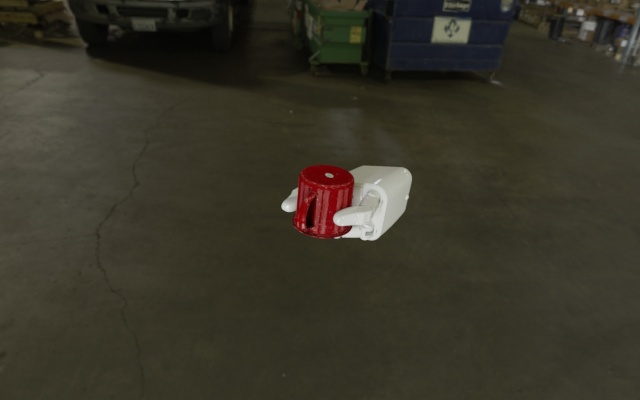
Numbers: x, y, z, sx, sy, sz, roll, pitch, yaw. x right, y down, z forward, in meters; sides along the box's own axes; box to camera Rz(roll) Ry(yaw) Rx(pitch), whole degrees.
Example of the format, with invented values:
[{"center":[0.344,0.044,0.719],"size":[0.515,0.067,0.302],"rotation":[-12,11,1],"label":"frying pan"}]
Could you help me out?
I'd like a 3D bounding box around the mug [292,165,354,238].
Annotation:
[{"center":[-0.001,0.003,0.699],"size":[0.093,0.081,0.117],"rotation":[20,30,25],"label":"mug"}]
